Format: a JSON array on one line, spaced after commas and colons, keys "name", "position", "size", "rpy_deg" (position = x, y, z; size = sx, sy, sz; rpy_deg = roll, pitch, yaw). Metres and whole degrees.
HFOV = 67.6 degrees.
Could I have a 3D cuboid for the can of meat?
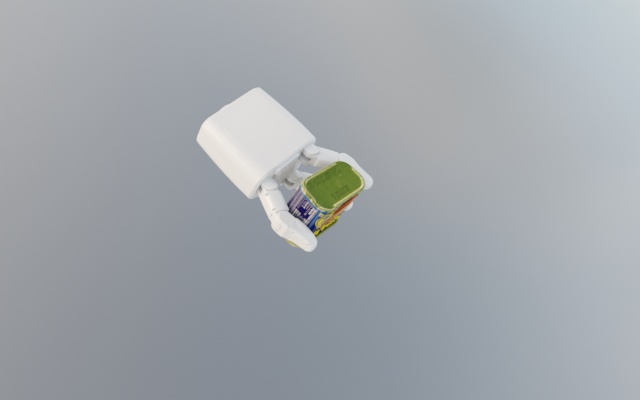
[{"name": "can of meat", "position": [0.000, 0.002, 0.614], "size": [0.102, 0.057, 0.084], "rpy_deg": [-33, -13, -44]}]
